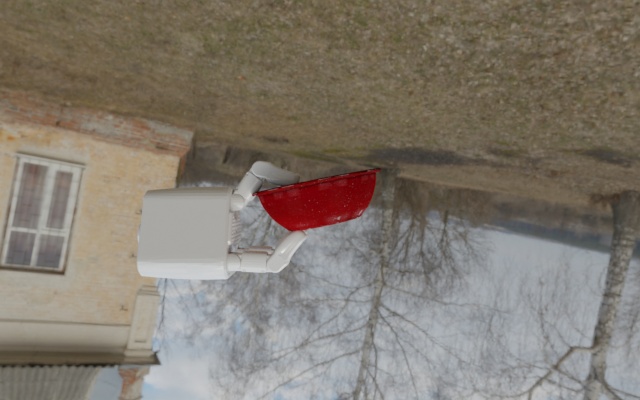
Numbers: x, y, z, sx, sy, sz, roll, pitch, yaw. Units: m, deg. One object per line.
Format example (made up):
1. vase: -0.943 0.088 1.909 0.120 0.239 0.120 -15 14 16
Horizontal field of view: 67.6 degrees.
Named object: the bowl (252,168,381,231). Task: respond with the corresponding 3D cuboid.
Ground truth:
1. bowl: 0.001 0.002 0.588 0.162 0.055 0.162 -12 1 0
